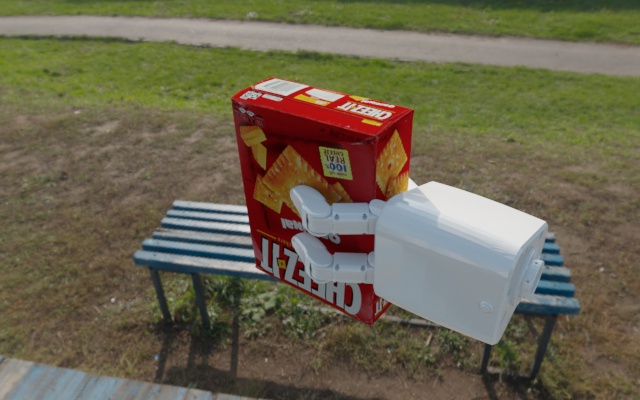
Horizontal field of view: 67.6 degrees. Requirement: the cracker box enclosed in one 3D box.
[{"bbox_3d":[0.000,0.001,0.475,0.164,0.214,0.072,21,40,31],"label":"cracker box"}]
